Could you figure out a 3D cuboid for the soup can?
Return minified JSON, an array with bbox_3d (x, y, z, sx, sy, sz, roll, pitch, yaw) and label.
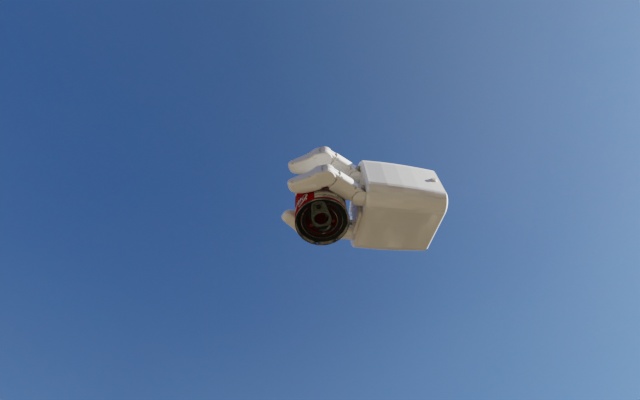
[{"bbox_3d":[0.000,0.002,0.628,0.068,0.068,0.102,0,30,-3],"label":"soup can"}]
